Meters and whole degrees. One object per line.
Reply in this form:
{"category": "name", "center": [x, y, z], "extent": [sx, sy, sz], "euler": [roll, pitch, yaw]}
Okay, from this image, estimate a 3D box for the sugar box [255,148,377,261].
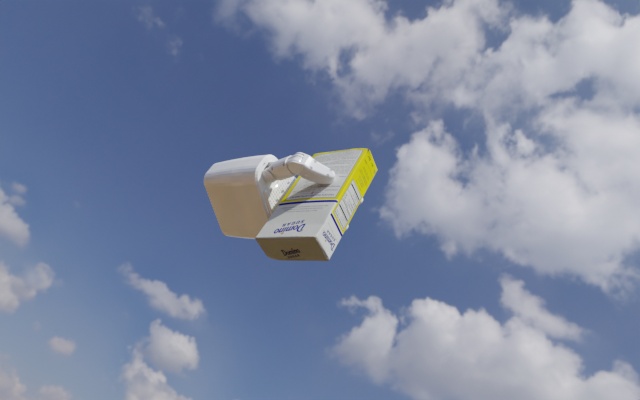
{"category": "sugar box", "center": [0.000, 0.002, 0.616], "extent": [0.093, 0.048, 0.176], "euler": [-3, 41, 35]}
